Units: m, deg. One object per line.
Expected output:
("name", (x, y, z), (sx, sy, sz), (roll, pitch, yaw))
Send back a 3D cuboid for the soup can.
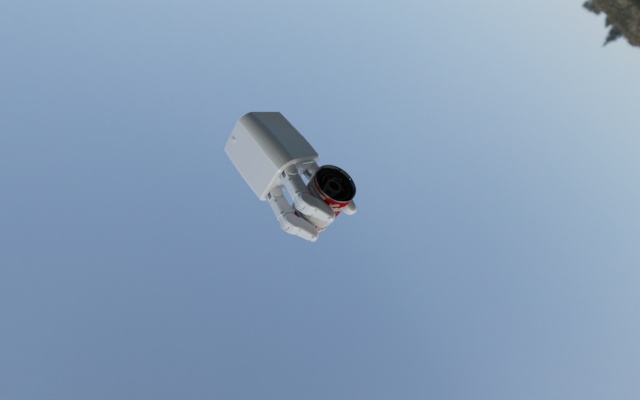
("soup can", (0.000, 0.003, 0.735), (0.068, 0.068, 0.102), (0, -34, -33))
